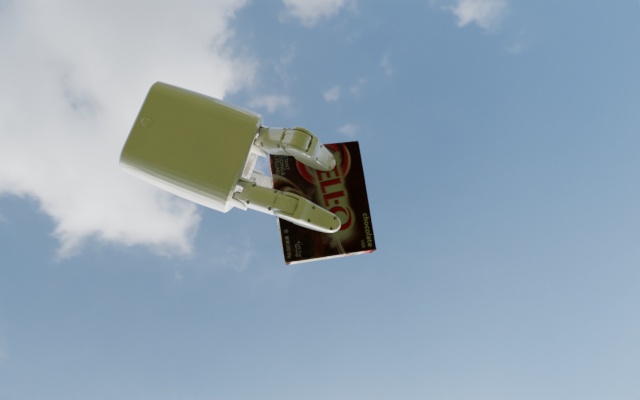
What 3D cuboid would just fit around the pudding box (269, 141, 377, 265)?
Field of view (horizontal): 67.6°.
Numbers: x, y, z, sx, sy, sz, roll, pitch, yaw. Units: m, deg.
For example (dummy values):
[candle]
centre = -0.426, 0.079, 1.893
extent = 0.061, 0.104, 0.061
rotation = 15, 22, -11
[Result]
[pudding box]
centre = 0.000, 0.002, 0.471
extent = 0.090, 0.113, 0.039
rotation = -7, -7, -9
